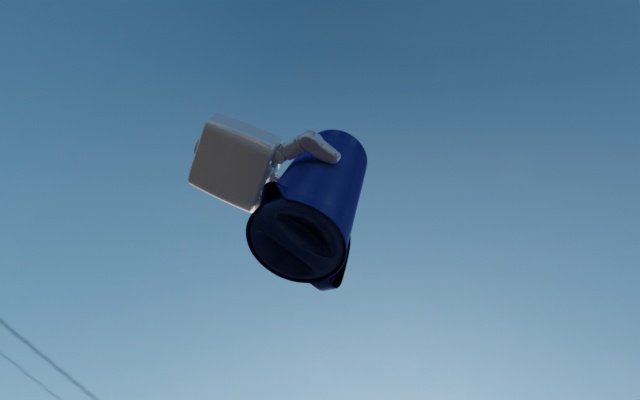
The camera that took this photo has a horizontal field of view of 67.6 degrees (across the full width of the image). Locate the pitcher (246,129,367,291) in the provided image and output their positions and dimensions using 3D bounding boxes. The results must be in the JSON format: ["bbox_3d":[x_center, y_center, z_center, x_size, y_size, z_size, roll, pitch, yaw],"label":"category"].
[{"bbox_3d":[0.000,0.002,0.697,0.145,0.149,0.242,23,37,2],"label":"pitcher"}]
